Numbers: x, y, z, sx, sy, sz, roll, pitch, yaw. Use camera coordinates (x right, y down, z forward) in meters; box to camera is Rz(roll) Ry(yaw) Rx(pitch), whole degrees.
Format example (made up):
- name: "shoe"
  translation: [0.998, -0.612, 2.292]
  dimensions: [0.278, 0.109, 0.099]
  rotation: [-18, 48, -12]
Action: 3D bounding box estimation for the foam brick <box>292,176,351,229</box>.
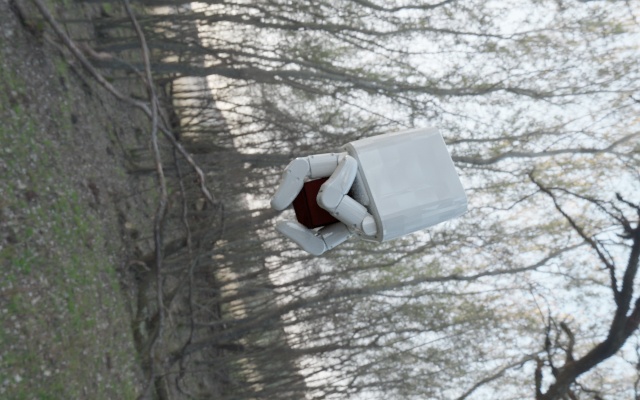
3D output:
- name: "foam brick"
  translation: [0.000, 0.002, 0.548]
  dimensions: [0.051, 0.053, 0.078]
  rotation: [-15, 2, -14]
